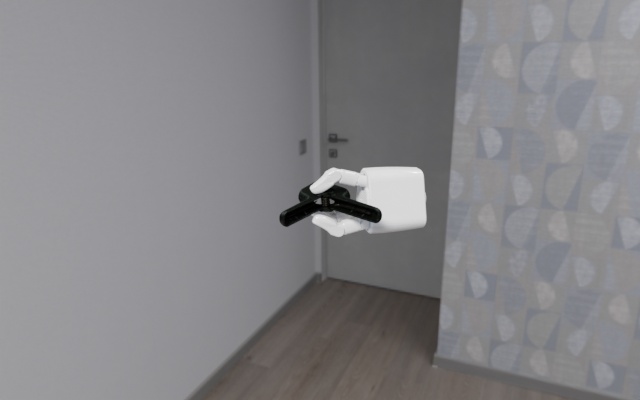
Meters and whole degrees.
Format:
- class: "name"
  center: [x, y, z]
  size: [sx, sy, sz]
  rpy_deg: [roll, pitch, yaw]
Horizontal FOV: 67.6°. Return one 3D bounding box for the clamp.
- class: "clamp"
  center: [0.000, 0.002, 0.843]
  size: [0.164, 0.036, 0.210]
  rpy_deg: [-3, 17, -11]
